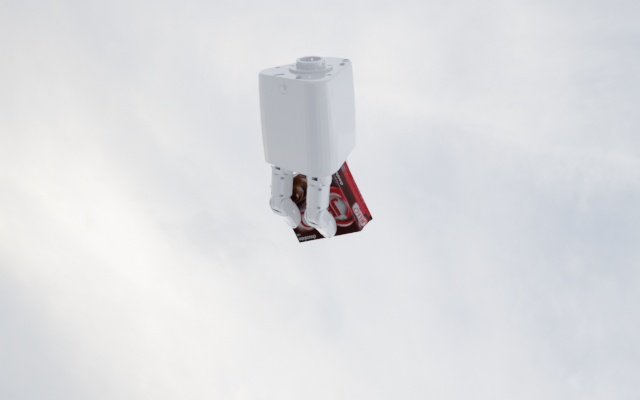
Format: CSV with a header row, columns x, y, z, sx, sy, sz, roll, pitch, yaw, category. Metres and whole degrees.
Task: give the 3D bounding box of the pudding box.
x,y,z,sx,sy,sz,roll,pitch,yaw,category
0.000,0.002,0.611,0.113,0.090,0.039,-14,16,45,pudding box
